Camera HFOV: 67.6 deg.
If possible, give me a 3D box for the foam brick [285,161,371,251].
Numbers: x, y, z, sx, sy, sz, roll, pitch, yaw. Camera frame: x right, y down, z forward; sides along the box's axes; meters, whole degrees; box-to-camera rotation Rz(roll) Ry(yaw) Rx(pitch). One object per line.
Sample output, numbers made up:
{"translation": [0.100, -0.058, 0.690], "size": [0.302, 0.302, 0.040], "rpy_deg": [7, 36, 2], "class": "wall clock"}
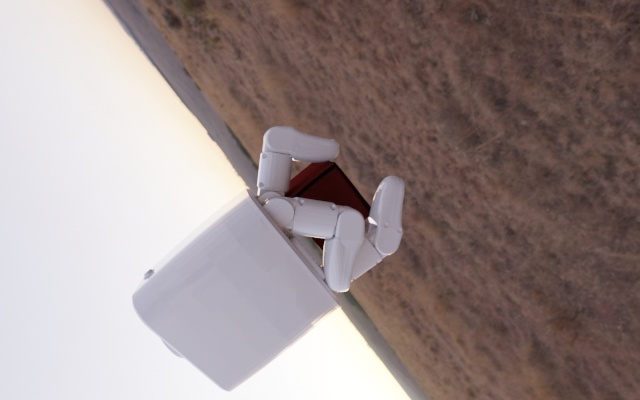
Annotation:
{"translation": [0.000, 0.001, 0.404], "size": [0.051, 0.053, 0.078], "rpy_deg": [-40, 12, -4], "class": "foam brick"}
